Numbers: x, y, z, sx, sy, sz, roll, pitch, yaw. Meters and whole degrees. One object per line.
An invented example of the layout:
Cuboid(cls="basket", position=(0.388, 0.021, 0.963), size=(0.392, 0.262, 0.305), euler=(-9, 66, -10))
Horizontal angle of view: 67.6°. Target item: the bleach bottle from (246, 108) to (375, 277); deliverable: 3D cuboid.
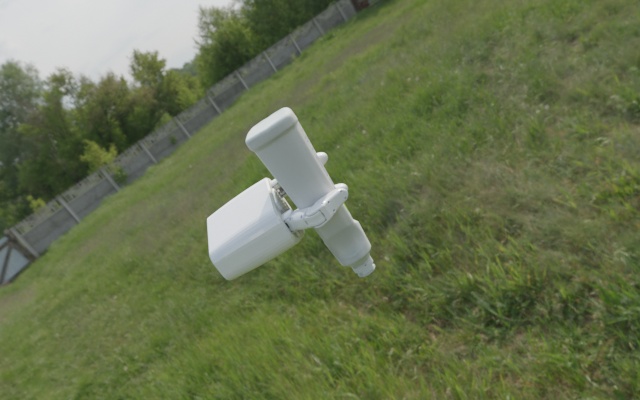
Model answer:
Cuboid(cls="bleach bottle", position=(0.000, 0.002, 0.628), size=(0.068, 0.251, 0.102), euler=(-32, 18, 5))
